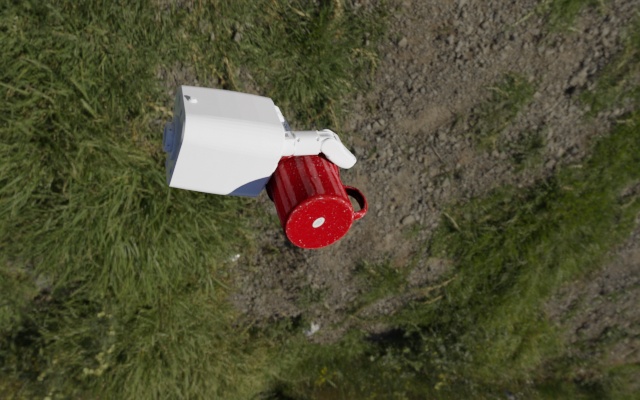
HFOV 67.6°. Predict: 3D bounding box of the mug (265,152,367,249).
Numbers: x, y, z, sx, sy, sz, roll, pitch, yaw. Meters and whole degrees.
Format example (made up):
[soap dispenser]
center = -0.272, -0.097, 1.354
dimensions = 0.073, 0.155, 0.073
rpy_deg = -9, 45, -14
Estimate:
[mug]
center = 0.001, 0.002, 0.556
dimensions = 0.117, 0.093, 0.081
rpy_deg = 4, 39, -23
